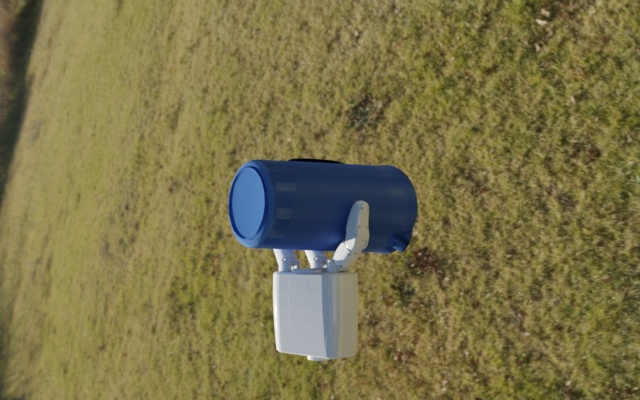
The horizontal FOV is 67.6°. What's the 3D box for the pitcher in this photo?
[{"bbox_3d":[0.000,0.002,0.652,0.243,0.145,0.149,4,-5,-38],"label":"pitcher"}]
